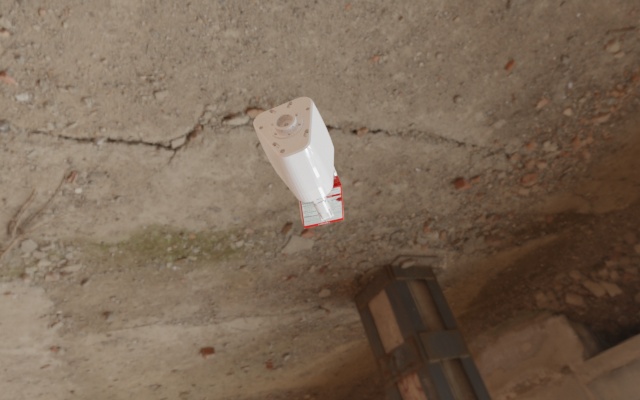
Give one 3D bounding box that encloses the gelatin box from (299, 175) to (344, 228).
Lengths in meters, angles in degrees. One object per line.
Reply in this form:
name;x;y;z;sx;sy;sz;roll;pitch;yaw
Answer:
gelatin box;0.000;0.003;0.819;0.073;0.089;0.030;-13;46;-6
